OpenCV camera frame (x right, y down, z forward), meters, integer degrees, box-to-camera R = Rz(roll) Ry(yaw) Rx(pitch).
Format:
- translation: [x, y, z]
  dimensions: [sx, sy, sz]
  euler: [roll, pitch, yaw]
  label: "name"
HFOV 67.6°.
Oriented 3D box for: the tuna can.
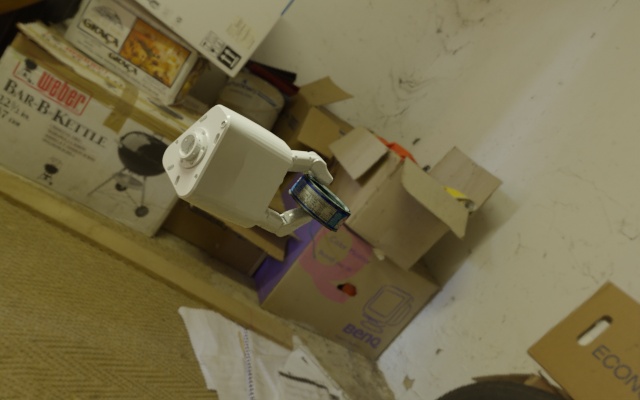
- translation: [0.001, 0.002, 0.645]
  dimensions: [0.086, 0.034, 0.086]
  euler: [40, 7, -6]
  label: "tuna can"
